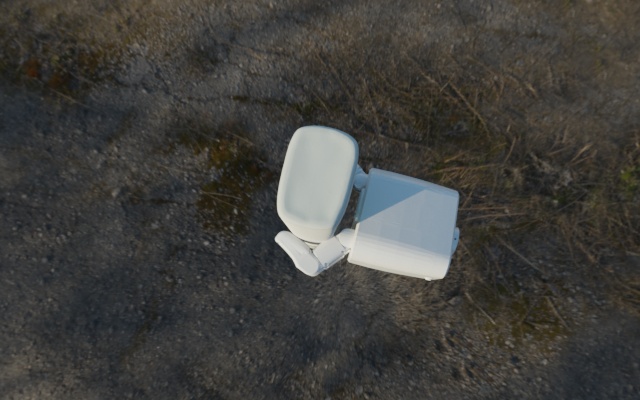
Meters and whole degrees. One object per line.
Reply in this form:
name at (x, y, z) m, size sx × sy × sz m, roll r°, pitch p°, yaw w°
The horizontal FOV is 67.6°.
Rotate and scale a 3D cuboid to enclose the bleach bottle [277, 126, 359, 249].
bleach bottle at (0.000, 0.002, 0.561) m, size 0.068 × 0.102 × 0.251 m, roll 14°, pitch -10°, yaw 4°
